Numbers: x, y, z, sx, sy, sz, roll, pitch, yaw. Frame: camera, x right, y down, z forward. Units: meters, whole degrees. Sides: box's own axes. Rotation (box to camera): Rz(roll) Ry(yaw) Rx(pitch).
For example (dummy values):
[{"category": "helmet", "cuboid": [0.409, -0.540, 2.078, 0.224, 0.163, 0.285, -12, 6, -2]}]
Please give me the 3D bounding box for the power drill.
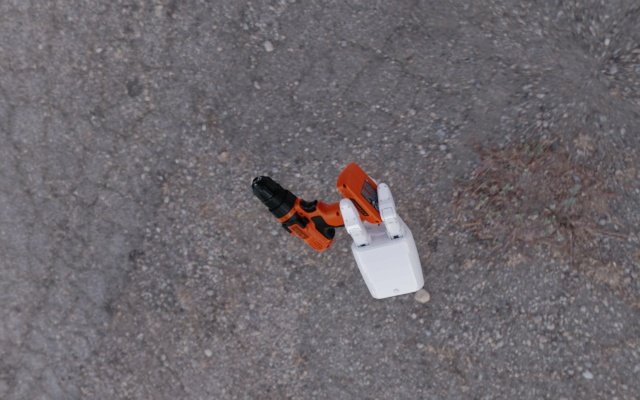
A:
[{"category": "power drill", "cuboid": [0.001, 0.003, 0.782, 0.188, 0.057, 0.184, -20, -52, 42]}]
